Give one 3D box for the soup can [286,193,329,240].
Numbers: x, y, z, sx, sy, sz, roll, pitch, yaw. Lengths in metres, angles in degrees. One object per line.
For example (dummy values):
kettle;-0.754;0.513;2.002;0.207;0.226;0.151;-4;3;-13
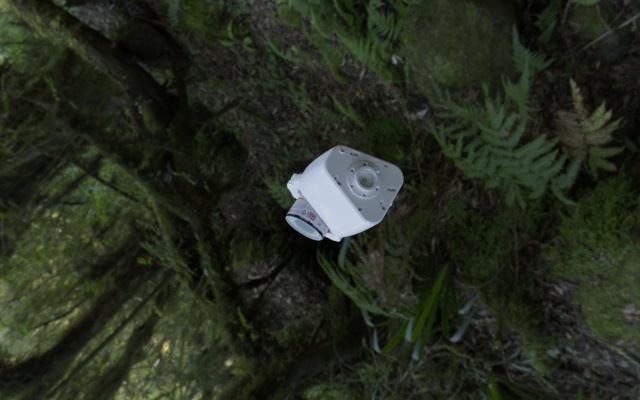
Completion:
soup can;0.000;0.003;0.746;0.068;0.102;0.068;28;-20;11
